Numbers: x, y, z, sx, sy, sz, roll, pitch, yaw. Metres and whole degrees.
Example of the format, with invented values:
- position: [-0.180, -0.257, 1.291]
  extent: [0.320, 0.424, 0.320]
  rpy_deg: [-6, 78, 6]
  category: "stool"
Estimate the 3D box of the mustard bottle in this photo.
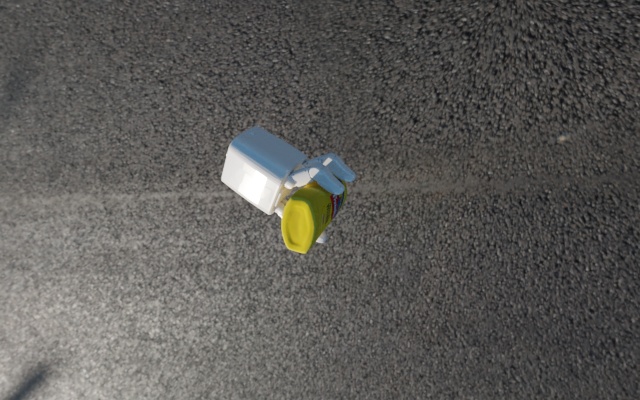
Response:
- position: [0.000, 0.003, 0.788]
  extent: [0.058, 0.096, 0.191]
  rpy_deg: [13, 27, 17]
  category: "mustard bottle"
